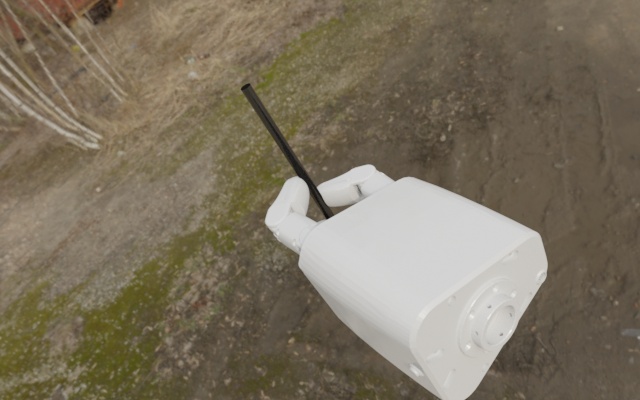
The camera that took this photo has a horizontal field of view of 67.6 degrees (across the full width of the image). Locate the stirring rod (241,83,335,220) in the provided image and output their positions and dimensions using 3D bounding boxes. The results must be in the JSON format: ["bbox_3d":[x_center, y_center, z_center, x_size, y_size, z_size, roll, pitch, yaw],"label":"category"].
[{"bbox_3d":[0.000,0.001,0.409,0.011,0.011,0.240,0,-43,37],"label":"stirring rod"}]
